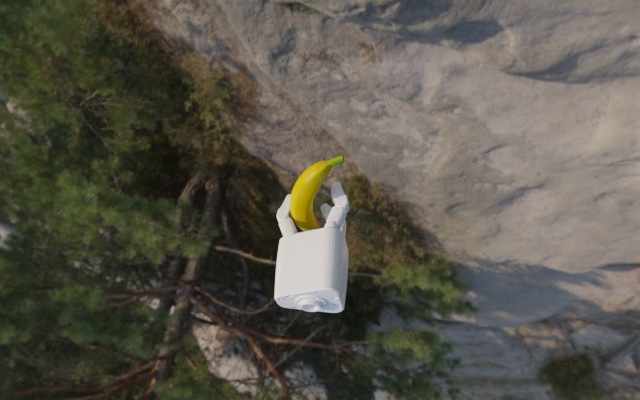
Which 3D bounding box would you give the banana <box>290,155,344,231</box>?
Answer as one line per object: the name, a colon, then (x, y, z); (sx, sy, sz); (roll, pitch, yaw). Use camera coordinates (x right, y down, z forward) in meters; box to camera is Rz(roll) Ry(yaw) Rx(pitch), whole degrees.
banana: (-0.017, -0.001, 0.798); (0.069, 0.037, 0.198); (5, -38, -14)
